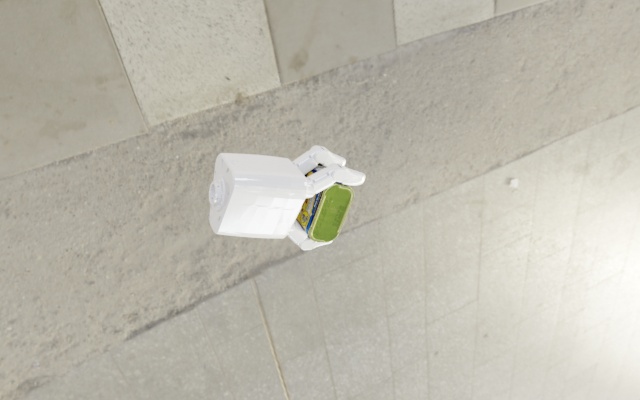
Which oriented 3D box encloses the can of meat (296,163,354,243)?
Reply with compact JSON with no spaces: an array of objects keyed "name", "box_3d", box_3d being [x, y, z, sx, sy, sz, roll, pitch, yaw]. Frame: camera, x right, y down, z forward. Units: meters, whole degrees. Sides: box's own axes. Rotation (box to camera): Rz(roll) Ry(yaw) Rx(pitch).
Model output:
[{"name":"can of meat","box_3d":[0.000,0.003,0.729,0.057,0.102,0.084,8,23,-30]}]
